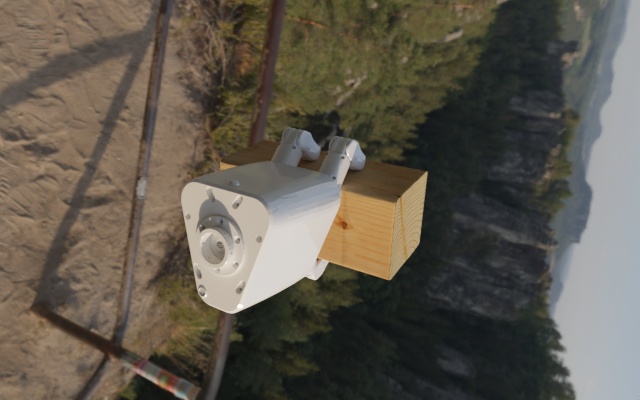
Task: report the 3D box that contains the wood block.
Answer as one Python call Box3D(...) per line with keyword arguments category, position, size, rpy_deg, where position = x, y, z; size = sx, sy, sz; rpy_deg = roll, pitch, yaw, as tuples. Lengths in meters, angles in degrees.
Box3D(category="wood block", position=(0.000, 0.002, 0.526), size=(0.206, 0.091, 0.090), rpy_deg=(15, 29, 27))
